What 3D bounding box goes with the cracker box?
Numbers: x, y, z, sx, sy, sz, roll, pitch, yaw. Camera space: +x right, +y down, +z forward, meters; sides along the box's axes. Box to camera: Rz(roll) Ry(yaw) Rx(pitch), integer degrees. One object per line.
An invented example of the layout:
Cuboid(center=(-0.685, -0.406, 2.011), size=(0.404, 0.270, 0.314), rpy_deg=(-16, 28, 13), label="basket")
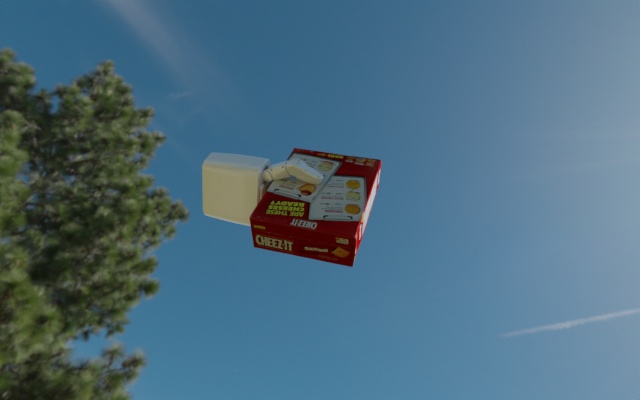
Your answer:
Cuboid(center=(0.000, 0.002, 0.790), size=(0.164, 0.072, 0.213), rpy_deg=(10, 39, 13), label="cracker box")
